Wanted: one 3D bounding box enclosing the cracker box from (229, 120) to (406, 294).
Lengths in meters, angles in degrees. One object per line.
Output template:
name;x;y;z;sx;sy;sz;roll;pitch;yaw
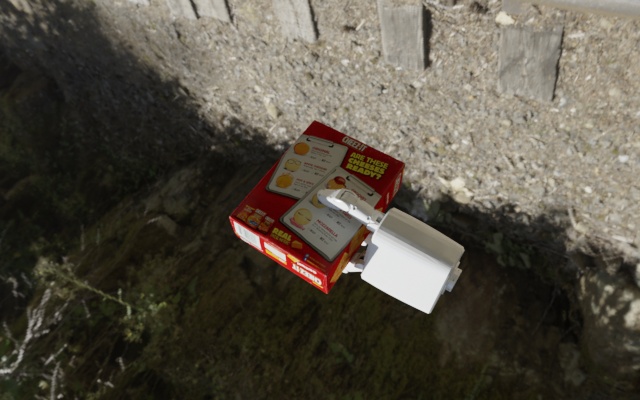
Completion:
cracker box;0.000;0.002;0.701;0.164;0.213;0.072;29;-27;18
